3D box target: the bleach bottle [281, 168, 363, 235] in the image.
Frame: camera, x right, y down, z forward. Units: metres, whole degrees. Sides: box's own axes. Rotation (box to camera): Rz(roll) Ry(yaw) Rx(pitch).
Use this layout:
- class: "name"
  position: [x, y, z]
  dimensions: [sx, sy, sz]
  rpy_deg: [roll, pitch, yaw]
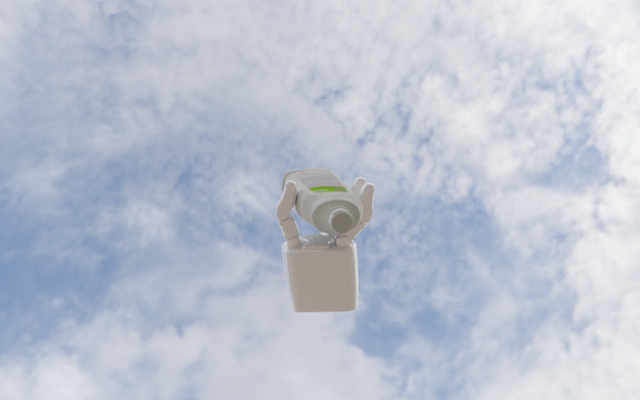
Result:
- class: "bleach bottle"
  position: [0.000, 0.002, 0.732]
  dimensions: [0.102, 0.068, 0.250]
  rpy_deg: [-6, 14, -8]
